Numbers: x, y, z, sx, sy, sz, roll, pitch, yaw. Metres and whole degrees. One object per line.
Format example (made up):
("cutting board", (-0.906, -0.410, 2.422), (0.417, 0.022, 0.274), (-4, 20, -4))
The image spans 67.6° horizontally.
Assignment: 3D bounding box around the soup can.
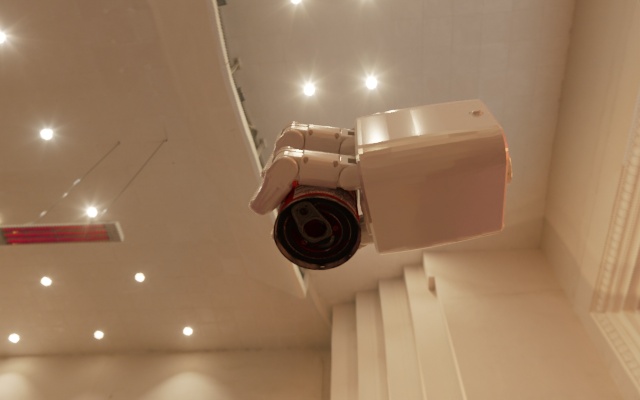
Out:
("soup can", (0.000, 0.001, 0.408), (0.068, 0.068, 0.102), (0, 30, 3))
